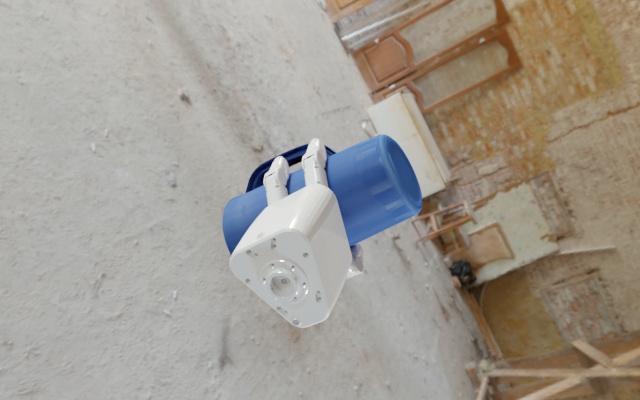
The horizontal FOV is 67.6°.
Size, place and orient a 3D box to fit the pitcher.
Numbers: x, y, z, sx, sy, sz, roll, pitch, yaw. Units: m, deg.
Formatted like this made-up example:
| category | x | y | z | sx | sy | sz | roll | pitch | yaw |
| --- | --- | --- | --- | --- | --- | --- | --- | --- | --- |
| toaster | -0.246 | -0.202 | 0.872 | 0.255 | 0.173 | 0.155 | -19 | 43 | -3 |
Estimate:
| category | x | y | z | sx | sy | sz | roll | pitch | yaw |
| --- | --- | --- | --- | --- | --- | --- | --- | --- | --- |
| pitcher | 0.000 | 0.002 | 0.629 | 0.243 | 0.149 | 0.145 | -25 | 14 | 23 |
